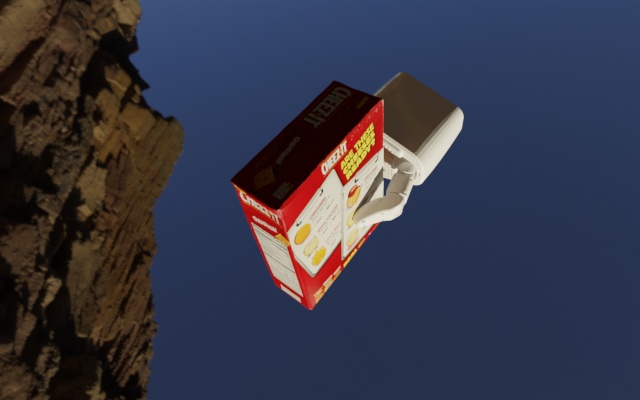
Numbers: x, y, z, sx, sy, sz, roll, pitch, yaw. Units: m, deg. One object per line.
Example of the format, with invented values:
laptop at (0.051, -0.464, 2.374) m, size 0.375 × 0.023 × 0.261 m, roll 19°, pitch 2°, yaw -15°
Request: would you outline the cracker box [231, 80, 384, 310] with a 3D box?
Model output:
cracker box at (0.000, 0.002, 0.537) m, size 0.072 × 0.164 × 0.214 m, roll 29°, pitch -27°, yaw 26°
